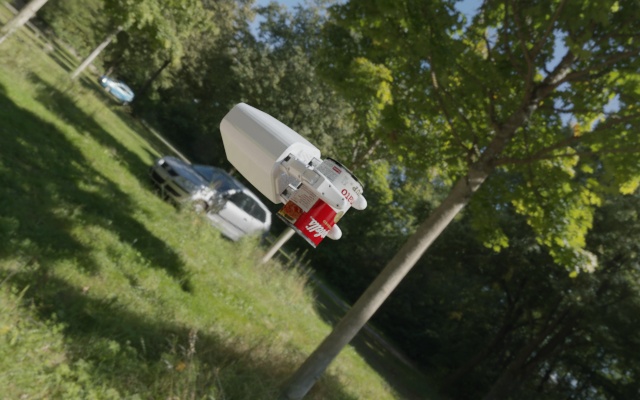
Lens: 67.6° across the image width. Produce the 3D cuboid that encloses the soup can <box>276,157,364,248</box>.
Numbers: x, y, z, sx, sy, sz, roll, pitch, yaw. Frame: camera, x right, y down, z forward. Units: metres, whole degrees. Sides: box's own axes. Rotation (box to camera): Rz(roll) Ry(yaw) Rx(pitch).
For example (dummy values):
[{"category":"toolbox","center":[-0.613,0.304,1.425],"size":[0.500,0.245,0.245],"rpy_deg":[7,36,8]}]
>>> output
[{"category":"soup can","center":[0.001,0.002,0.628],"size":[0.068,0.102,0.068],"rpy_deg":[41,-6,5]}]
